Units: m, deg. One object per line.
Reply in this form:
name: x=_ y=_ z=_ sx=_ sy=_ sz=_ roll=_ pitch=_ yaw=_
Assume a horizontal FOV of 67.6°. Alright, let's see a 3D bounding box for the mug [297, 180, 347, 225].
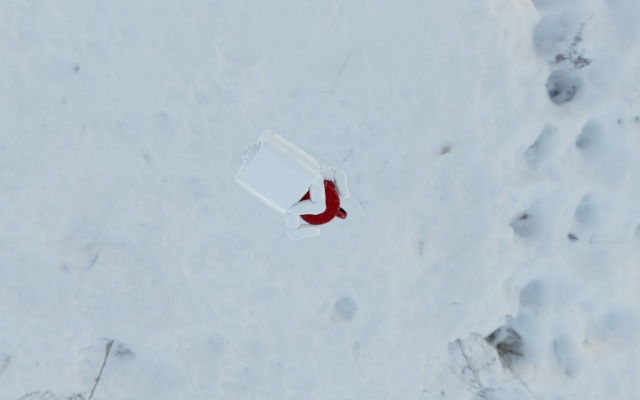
mug: x=0.001 y=0.004 z=0.900 sx=0.117 sy=0.093 sz=0.081 roll=32 pitch=9 yaw=-17
